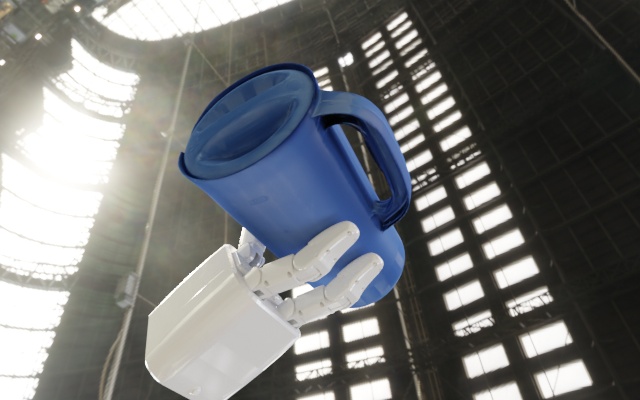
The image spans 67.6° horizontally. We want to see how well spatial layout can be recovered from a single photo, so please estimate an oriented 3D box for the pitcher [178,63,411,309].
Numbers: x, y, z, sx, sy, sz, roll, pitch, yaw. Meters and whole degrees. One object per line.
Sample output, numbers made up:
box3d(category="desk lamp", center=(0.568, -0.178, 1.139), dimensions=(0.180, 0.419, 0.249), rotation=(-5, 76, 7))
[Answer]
box3d(category="pitcher", center=(0.000, 0.002, 0.452), dimensions=(0.149, 0.145, 0.243), rotation=(42, -8, 49))
